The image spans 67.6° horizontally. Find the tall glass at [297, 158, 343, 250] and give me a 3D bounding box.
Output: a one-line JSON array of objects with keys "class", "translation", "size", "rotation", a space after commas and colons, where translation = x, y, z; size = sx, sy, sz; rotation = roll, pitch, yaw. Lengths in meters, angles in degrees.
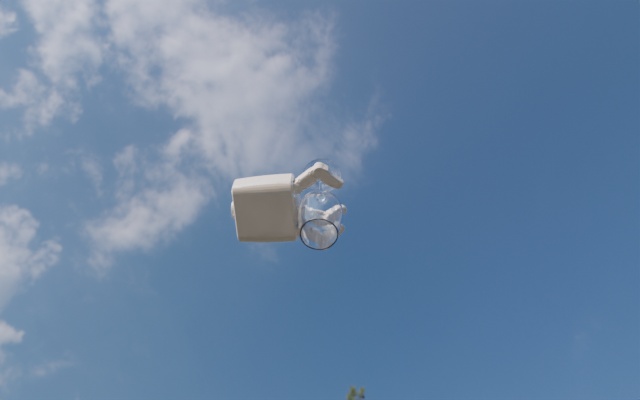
[{"class": "tall glass", "translation": [0.000, 0.002, 0.841], "size": [0.079, 0.079, 0.201], "rotation": [0, 31, 1]}]
